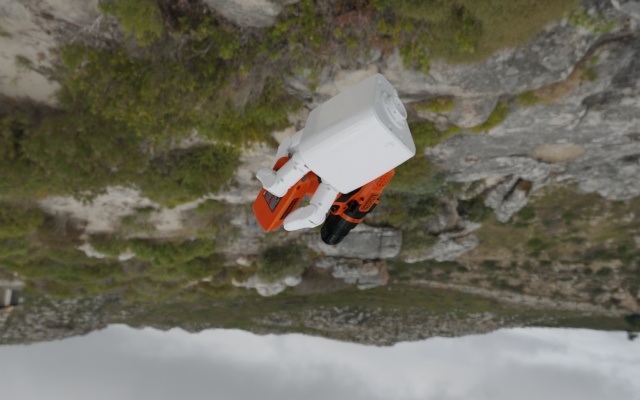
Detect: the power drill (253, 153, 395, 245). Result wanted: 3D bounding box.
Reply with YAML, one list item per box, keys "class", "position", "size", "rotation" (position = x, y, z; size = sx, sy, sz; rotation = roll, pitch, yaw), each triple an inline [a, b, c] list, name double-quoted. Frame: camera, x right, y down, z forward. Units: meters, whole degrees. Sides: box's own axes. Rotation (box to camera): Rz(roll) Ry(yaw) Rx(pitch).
- class: "power drill"
  position: [0.000, 0.002, 0.693]
  size: [0.187, 0.184, 0.057]
  rotation: [-1, 45, -41]
